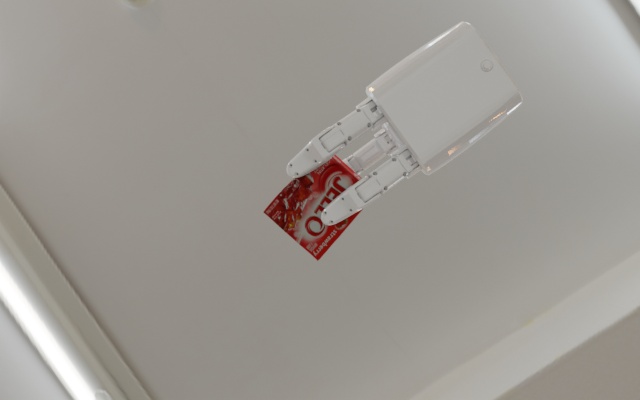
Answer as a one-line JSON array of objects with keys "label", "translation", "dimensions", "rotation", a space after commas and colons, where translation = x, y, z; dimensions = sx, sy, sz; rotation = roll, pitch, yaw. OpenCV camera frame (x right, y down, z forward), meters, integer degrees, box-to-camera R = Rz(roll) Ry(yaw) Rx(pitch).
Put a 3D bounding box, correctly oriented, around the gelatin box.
[{"label": "gelatin box", "translation": [0.000, 0.002, 0.470], "dimensions": [0.073, 0.089, 0.030], "rotation": [41, 13, 3]}]
